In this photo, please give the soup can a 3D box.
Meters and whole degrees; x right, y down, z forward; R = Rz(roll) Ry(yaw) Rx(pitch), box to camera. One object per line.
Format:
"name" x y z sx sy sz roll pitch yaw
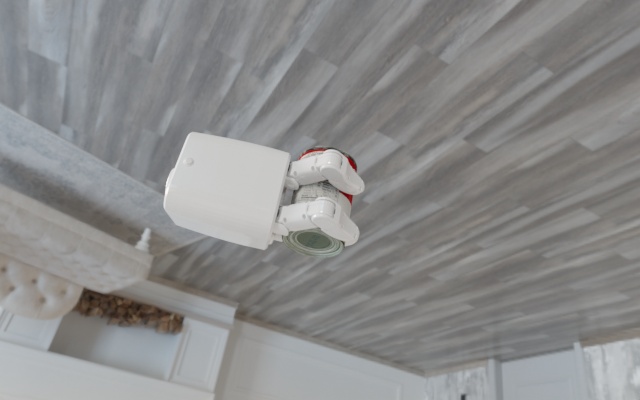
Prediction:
"soup can" 0.000 0.002 0.515 0.068 0.102 0.068 8 -32 5
